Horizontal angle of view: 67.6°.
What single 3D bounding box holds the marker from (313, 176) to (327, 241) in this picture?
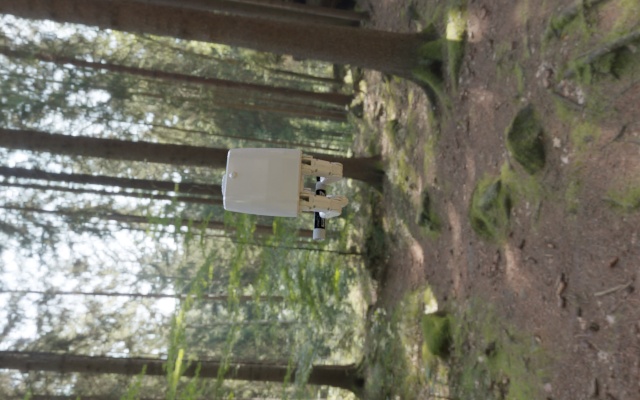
[{"bbox_3d":[0.000,0.002,0.754,0.020,0.121,0.020,2,-17,1],"label":"marker"}]
